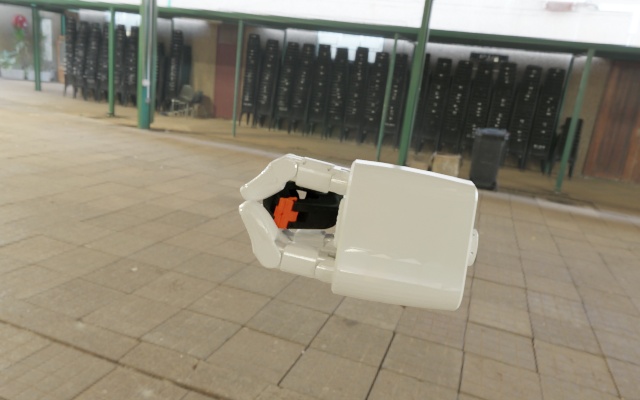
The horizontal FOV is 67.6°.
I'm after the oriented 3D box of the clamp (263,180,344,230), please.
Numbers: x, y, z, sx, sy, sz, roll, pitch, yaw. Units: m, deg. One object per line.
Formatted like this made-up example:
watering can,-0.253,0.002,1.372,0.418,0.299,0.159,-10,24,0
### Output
clamp,0.000,0.001,0.491,0.120,0.039,0.171,10,15,6
